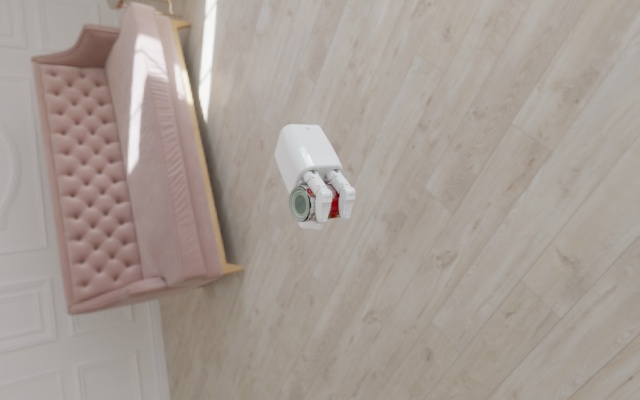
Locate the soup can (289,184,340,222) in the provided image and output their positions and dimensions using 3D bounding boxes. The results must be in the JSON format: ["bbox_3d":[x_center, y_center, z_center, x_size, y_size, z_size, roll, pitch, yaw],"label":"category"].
[{"bbox_3d":[0.000,0.003,0.899,0.102,0.068,0.068,-5,3,-38],"label":"soup can"}]
